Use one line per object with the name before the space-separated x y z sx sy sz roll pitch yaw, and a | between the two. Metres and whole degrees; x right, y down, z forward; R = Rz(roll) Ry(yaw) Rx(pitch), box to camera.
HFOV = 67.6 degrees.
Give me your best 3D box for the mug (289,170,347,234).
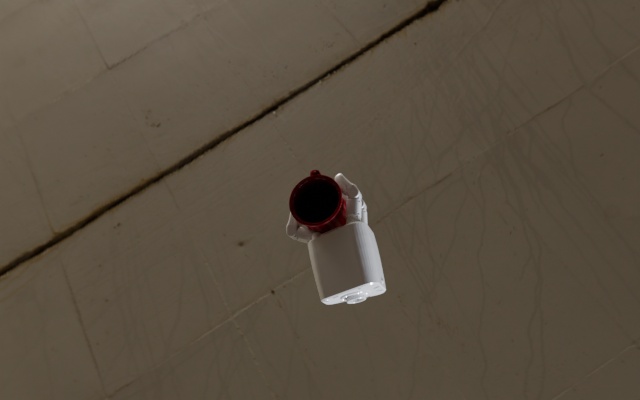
mug | 0.000 0.002 0.837 0.093 0.117 0.081 -16 -25 11
